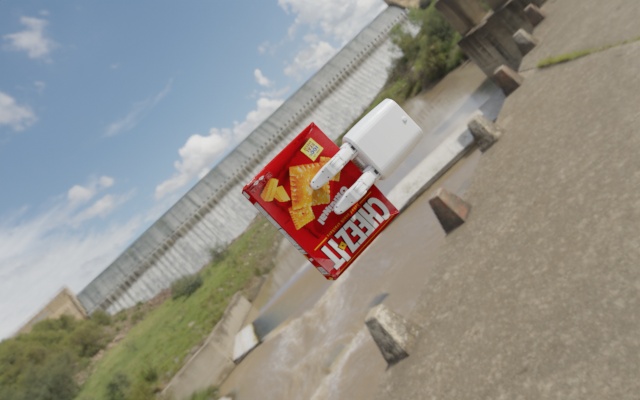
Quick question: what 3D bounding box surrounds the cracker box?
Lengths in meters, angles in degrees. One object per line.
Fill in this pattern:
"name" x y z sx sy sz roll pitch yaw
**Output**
"cracker box" 0.000 0.003 0.803 0.164 0.214 0.072 -45 4 -12
